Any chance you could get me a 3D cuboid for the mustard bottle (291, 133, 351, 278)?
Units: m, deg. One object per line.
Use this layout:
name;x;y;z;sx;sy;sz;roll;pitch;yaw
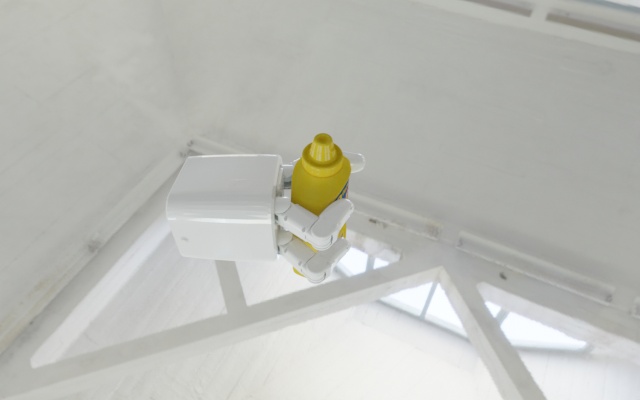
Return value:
mustard bottle;0.000;0.002;0.528;0.058;0.096;0.192;20;-37;15
